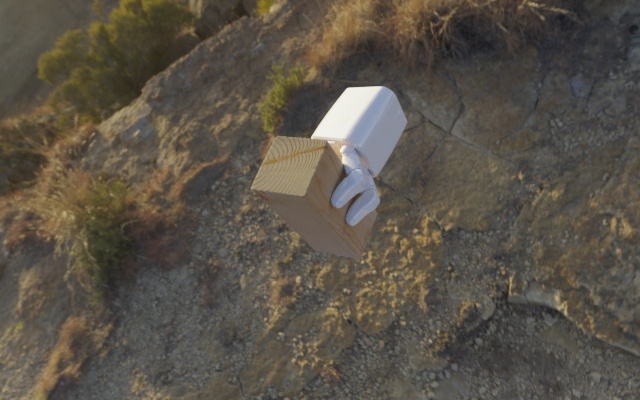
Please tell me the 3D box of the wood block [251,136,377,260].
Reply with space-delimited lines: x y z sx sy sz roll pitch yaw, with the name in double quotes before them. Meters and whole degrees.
"wood block" 0.000 0.002 0.713 0.091 0.090 0.206 9 -24 32
